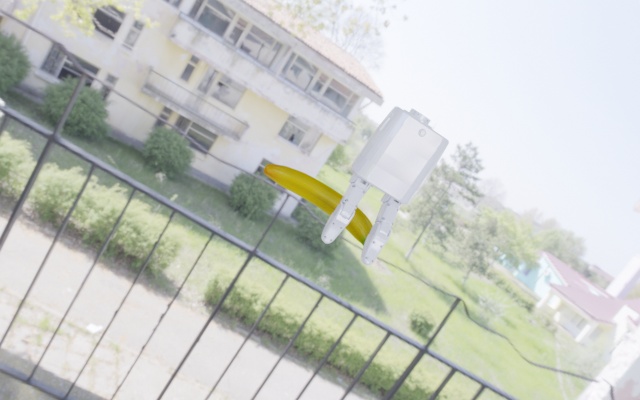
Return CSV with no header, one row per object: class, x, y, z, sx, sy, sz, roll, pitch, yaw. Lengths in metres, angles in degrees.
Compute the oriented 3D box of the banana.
banana,0.008,0.002,0.700,0.198,0.037,0.069,36,15,8
